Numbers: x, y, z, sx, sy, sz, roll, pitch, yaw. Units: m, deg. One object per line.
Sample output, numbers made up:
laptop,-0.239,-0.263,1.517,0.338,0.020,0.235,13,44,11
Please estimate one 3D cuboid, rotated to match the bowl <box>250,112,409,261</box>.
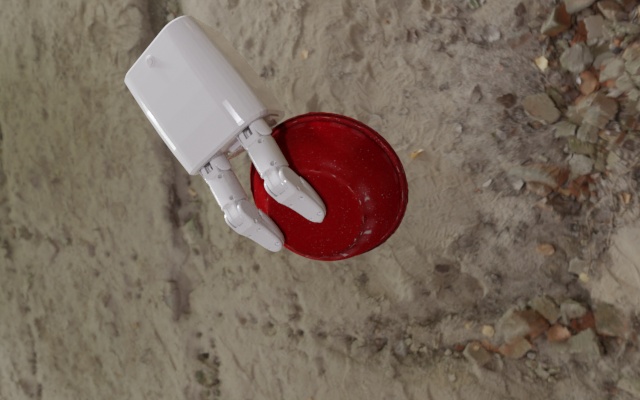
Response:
bowl,0.001,0.002,0.455,0.162,0.162,0.055,0,28,15
